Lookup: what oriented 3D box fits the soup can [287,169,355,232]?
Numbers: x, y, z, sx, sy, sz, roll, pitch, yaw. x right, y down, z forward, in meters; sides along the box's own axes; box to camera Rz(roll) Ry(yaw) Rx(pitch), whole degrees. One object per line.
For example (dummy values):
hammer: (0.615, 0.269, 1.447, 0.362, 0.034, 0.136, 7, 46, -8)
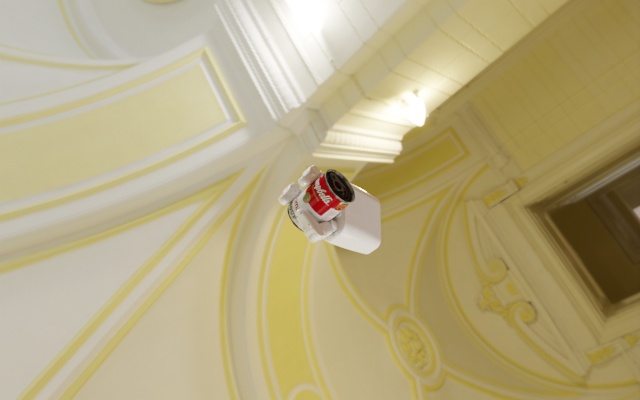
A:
soup can: (0.000, 0.003, 0.820, 0.102, 0.068, 0.068, -39, -23, 31)
